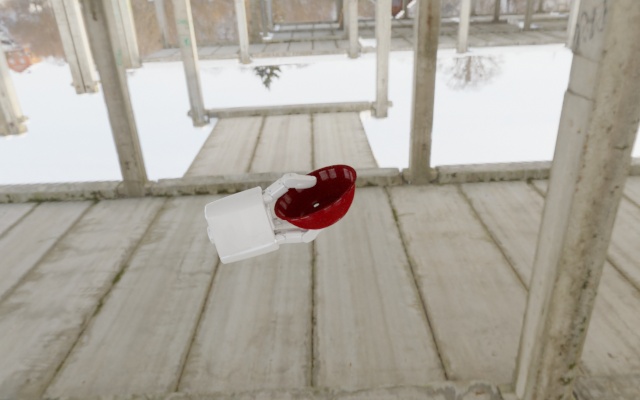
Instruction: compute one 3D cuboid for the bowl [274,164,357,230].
[{"bbox_3d":[0.002,0.003,0.853,0.162,0.055,0.162,-23,27,12],"label":"bowl"}]
